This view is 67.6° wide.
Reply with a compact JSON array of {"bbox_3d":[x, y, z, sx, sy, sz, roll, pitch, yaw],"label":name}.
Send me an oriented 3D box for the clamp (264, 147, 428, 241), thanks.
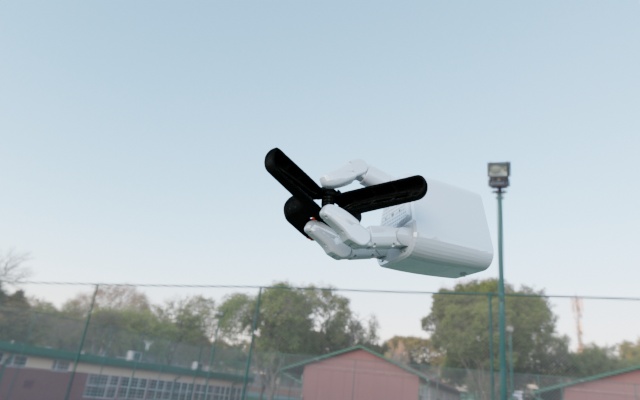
[{"bbox_3d":[0.000,0.001,0.545,0.164,0.036,0.210,14,-23,-15],"label":"clamp"}]
